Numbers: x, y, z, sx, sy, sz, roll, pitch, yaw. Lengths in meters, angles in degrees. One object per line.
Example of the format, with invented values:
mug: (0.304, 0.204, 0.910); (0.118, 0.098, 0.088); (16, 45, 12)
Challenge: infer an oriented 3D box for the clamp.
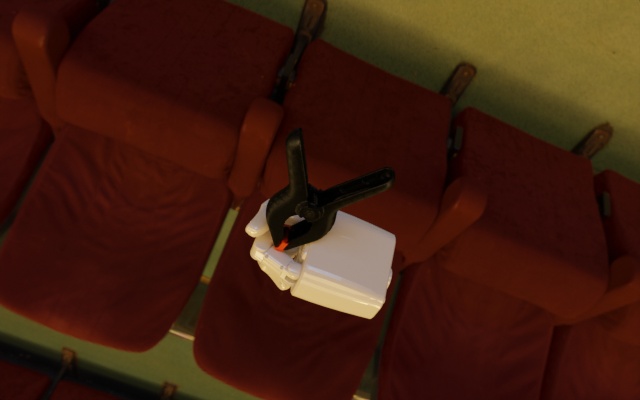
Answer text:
clamp: (0.000, 0.002, 0.522); (0.120, 0.039, 0.172); (19, -44, -8)
